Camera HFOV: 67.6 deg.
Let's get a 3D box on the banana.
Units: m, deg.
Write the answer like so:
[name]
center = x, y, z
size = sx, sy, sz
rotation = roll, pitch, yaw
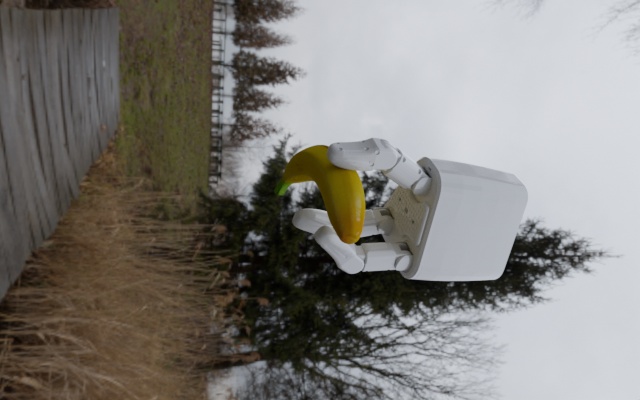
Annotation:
[banana]
center = 0.003, -0.017, 0.457
size = 0.037, 0.069, 0.197
rotation = 11, 8, -22
